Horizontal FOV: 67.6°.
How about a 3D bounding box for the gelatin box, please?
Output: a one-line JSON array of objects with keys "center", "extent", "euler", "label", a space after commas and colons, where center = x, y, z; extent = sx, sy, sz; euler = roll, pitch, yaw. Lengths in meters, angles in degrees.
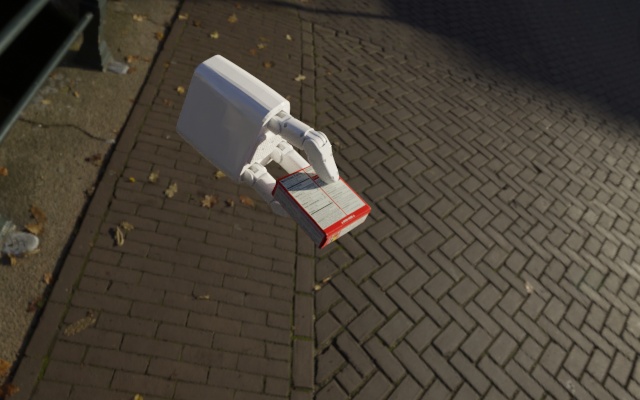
[{"center": [0.000, 0.002, 0.540], "extent": [0.073, 0.089, 0.030], "euler": [-28, -25, -37], "label": "gelatin box"}]
